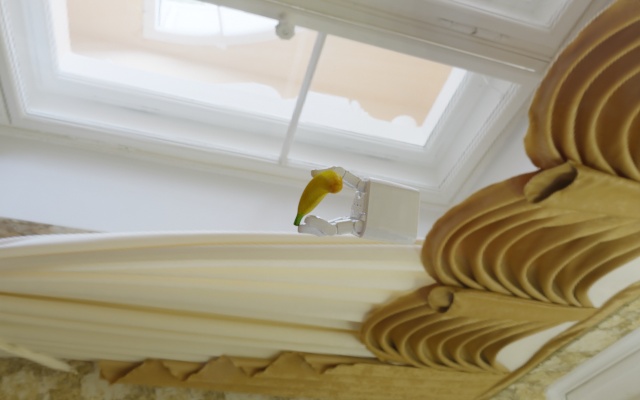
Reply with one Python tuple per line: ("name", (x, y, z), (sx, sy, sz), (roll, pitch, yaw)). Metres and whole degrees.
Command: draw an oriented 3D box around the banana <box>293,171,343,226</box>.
("banana", (0.000, -0.013, 0.818), (0.037, 0.069, 0.198), (11, -24, -17))
